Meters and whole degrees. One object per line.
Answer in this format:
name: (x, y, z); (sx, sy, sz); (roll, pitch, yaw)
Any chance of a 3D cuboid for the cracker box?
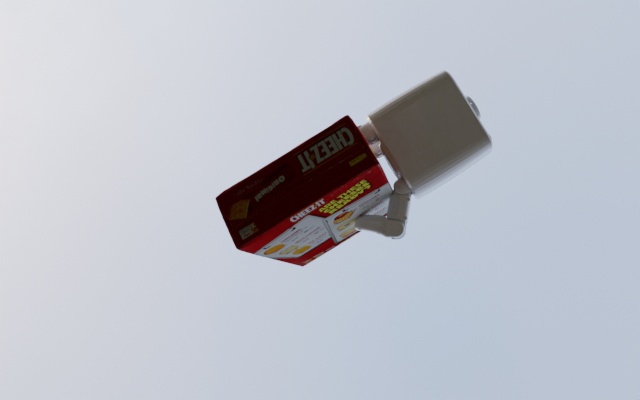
cracker box: (0.000, 0.002, 0.564); (0.164, 0.072, 0.214); (-32, -19, 7)
